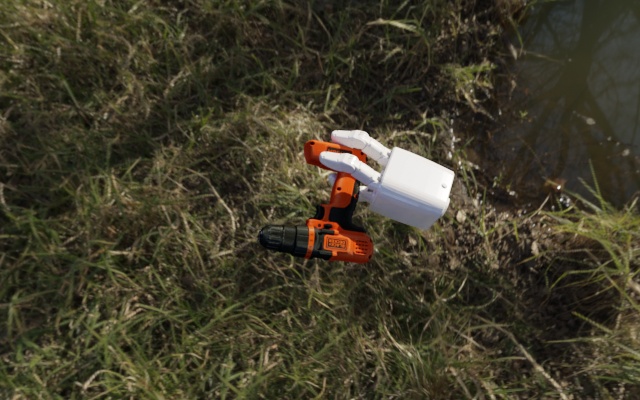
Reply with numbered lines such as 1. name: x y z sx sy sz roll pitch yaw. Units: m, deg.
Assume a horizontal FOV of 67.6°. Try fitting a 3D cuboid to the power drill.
1. power drill: 0.000 0.002 0.765 0.184 0.187 0.057 10 -13 -14
